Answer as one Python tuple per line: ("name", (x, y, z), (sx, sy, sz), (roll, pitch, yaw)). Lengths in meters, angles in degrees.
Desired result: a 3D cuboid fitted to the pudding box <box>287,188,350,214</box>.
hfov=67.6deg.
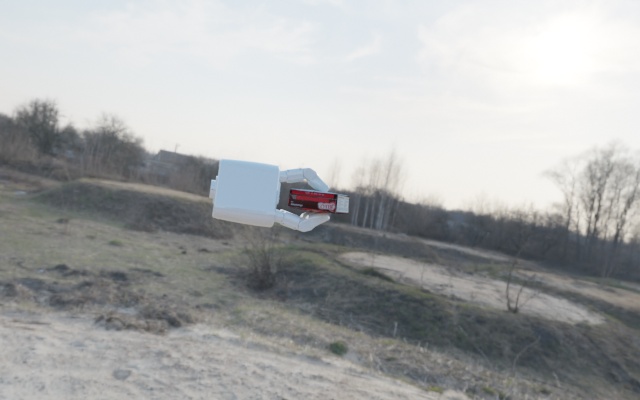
("pudding box", (0.000, 0.003, 0.878), (0.090, 0.039, 0.113), (8, 2, 15))
